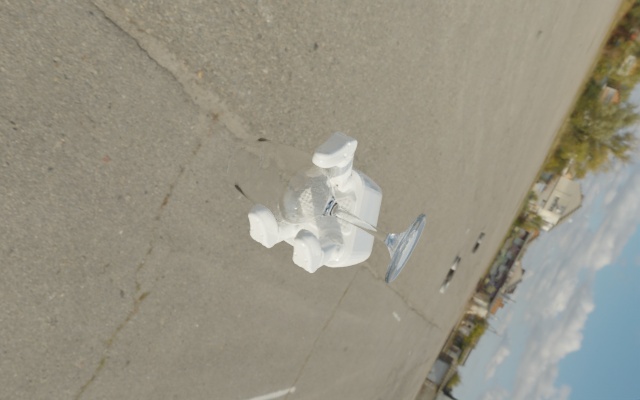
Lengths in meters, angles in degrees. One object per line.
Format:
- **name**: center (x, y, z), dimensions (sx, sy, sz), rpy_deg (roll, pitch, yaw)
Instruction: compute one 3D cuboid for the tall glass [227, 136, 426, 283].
- **tall glass**: center (0.001, 0.002, 0.486), dimensions (0.201, 0.079, 0.079), rpy_deg (29, 11, 21)
